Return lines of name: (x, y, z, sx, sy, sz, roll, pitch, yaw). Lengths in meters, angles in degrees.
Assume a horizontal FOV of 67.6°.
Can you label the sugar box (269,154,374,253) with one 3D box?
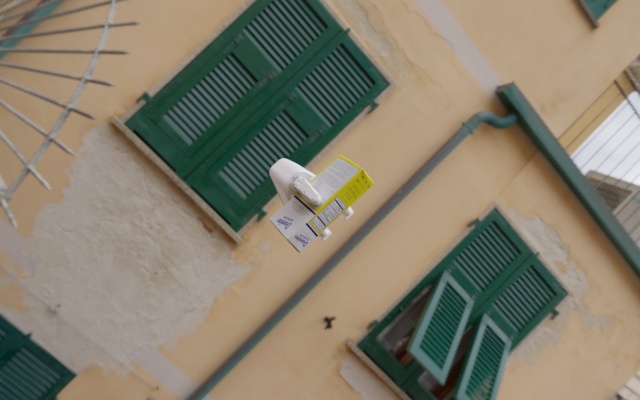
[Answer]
sugar box: (0.000, 0.003, 0.836, 0.048, 0.176, 0.093, 48, -4, -33)
